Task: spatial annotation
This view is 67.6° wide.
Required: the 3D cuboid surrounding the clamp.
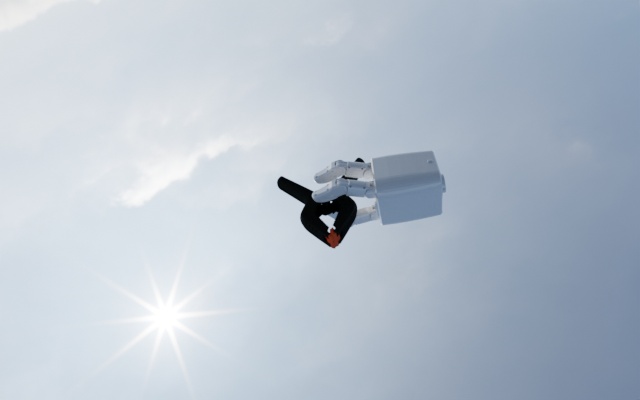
[{"bbox_3d":[0.001,0.004,0.809,0.164,0.036,0.209,-10,37,9],"label":"clamp"}]
